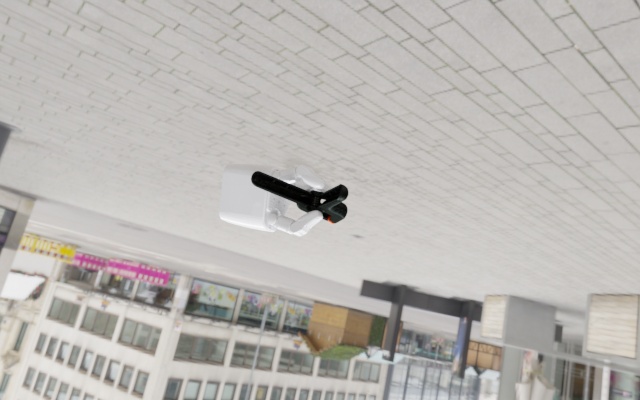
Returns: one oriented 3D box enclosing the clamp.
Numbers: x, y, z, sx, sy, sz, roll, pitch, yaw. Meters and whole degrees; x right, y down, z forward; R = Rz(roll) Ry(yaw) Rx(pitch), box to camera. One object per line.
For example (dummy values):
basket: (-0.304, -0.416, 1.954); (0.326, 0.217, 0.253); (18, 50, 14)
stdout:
clamp: (0.000, 0.004, 0.816); (0.164, 0.036, 0.210); (9, -14, 29)
